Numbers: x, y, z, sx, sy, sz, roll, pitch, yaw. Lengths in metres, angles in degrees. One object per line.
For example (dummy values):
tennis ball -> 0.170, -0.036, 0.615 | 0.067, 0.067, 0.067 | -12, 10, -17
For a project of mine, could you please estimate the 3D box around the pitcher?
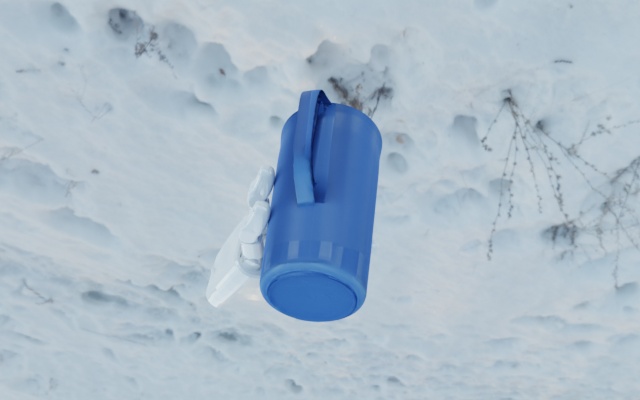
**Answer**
pitcher -> 0.000, 0.002, 0.544 | 0.149, 0.242, 0.145 | 28, -46, -21
